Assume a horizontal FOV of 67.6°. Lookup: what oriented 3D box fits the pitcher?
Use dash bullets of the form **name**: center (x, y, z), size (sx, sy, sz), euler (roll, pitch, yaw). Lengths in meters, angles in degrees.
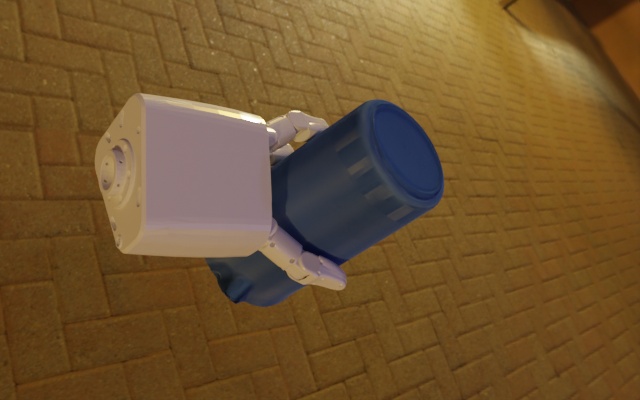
- **pitcher**: center (0.000, 0.002, 0.485), size (0.145, 0.149, 0.243), euler (7, -31, -43)
